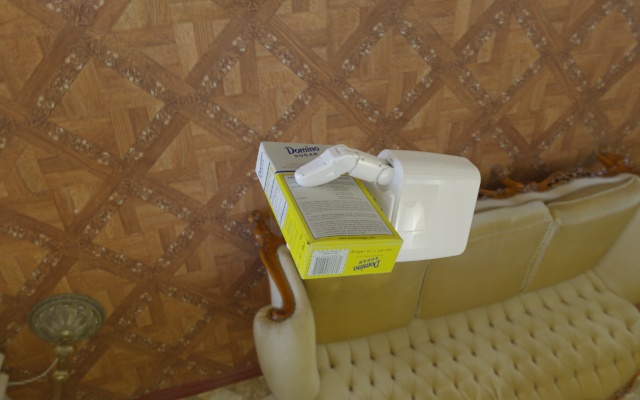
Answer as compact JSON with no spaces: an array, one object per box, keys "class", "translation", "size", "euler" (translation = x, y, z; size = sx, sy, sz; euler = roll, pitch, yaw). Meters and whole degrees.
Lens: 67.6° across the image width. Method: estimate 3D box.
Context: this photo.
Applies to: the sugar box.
[{"class":"sugar box","translation":[0.000,0.002,0.482],"size":[0.093,0.048,0.176],"euler":[0,33,-23]}]
